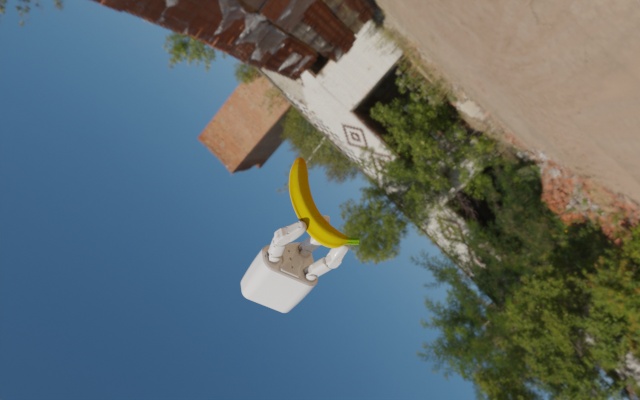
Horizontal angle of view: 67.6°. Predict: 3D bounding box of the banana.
[{"bbox_3d":[-0.013,0.012,0.837,0.069,0.197,0.037,-22,-21,-30],"label":"banana"}]
